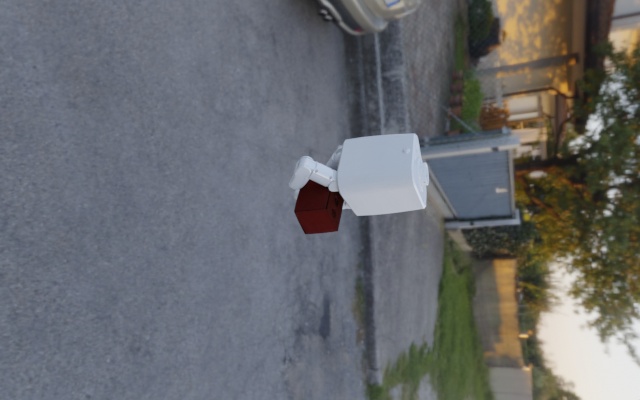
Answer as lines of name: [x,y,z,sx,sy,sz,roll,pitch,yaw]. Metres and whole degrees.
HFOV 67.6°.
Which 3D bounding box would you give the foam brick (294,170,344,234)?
foam brick: [0.000,0.003,0.696,0.051,0.078,0.053,-4,-42,20]
